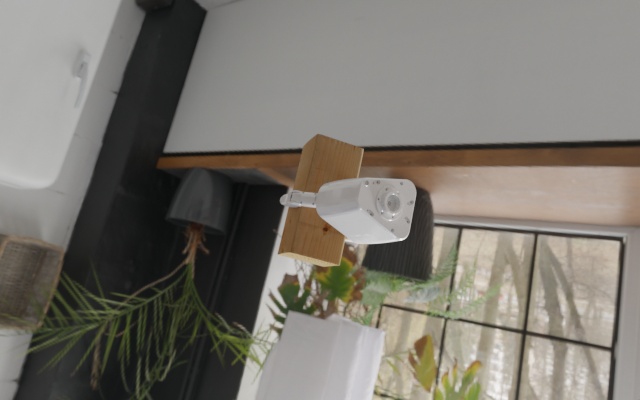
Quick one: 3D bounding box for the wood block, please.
[{"bbox_3d":[0.000,0.003,0.830,0.091,0.206,0.090,17,-13,-16],"label":"wood block"}]
